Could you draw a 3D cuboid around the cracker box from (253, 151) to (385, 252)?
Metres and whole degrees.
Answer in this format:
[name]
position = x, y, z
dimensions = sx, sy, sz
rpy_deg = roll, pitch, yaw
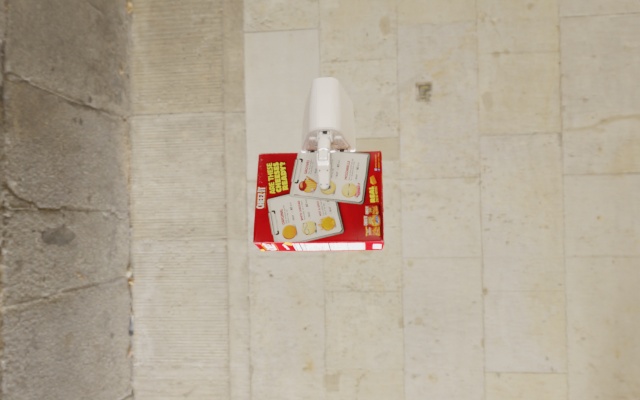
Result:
[cracker box]
position = 0.000, 0.003, 0.819
dimensions = 0.214, 0.164, 0.072
rpy_deg = -1, -21, 6
